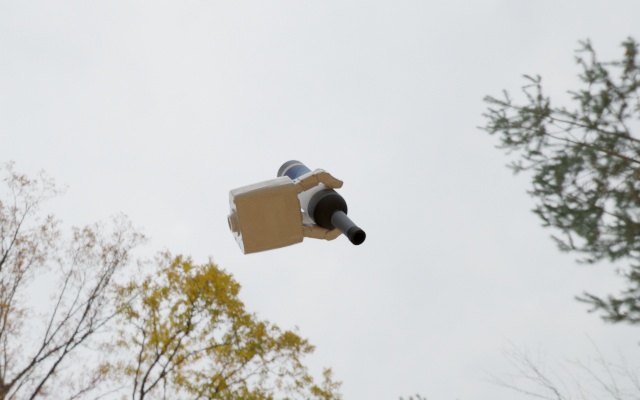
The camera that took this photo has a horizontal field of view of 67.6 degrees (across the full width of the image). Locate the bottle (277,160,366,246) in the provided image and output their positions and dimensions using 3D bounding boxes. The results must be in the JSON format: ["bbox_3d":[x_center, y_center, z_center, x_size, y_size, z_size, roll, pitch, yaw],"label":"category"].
[{"bbox_3d":[0.000,0.003,0.861,0.069,0.069,0.295,0,22,-26],"label":"bottle"}]
